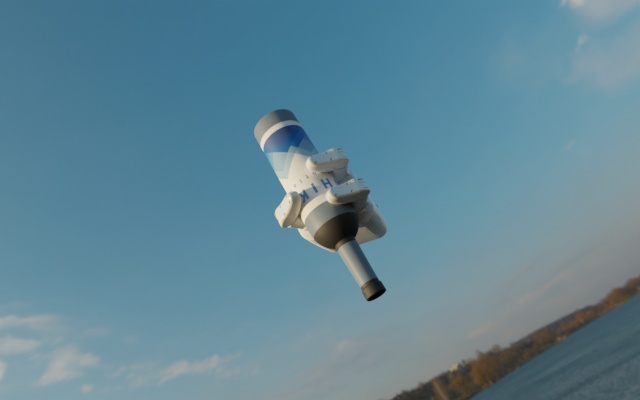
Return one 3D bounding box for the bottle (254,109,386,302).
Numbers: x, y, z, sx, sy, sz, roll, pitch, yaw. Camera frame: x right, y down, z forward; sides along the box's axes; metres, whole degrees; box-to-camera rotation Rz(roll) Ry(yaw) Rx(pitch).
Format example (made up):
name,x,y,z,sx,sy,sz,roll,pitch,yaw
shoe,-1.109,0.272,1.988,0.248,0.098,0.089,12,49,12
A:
name,x,y,z,sx,sy,sz,roll,pitch,yaw
bottle,0.000,0.002,0.641,0.069,0.295,0.069,-24,-27,-13
